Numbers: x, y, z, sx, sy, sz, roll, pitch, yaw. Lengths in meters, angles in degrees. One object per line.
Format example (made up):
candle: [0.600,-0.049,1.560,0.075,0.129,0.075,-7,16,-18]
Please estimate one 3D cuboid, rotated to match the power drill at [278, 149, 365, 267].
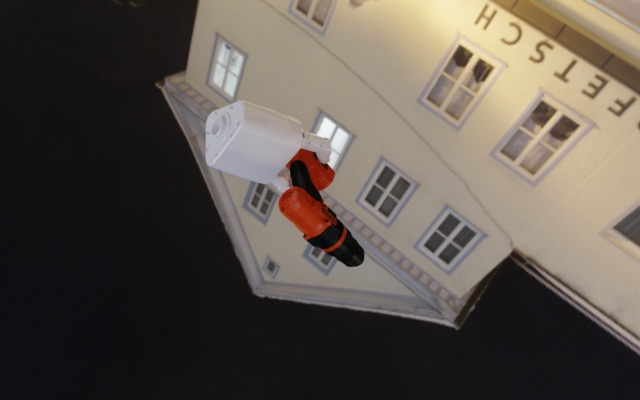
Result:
power drill: [0.000,0.002,0.767,0.057,0.187,0.184,-33,-53,16]
